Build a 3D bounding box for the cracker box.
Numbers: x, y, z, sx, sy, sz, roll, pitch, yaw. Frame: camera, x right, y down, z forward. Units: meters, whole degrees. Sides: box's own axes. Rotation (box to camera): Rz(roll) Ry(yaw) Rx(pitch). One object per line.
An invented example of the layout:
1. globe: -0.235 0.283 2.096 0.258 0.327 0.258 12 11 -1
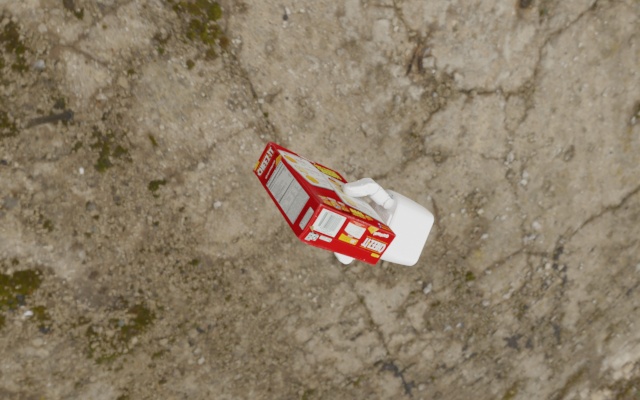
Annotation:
1. cracker box: 0.000 0.002 0.780 0.164 0.072 0.213 22 18 -37
